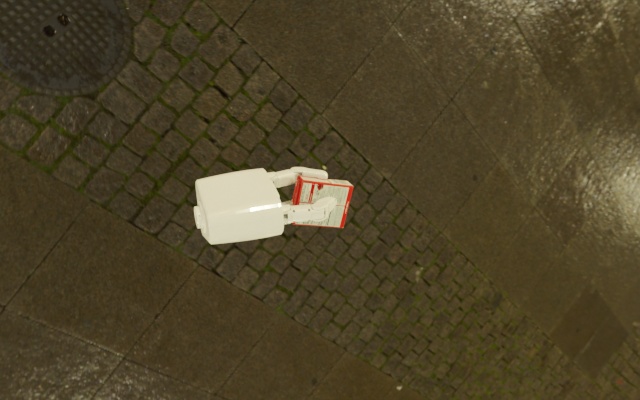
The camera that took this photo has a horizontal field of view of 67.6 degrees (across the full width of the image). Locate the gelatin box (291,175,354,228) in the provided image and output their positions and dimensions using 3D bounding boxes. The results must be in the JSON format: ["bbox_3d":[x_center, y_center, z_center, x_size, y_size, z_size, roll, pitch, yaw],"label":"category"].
[{"bbox_3d":[0.001,0.003,0.751,0.089,0.073,0.030,5,19,-21],"label":"gelatin box"}]
